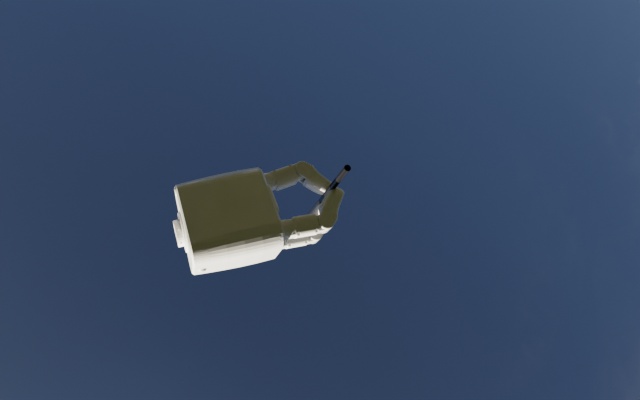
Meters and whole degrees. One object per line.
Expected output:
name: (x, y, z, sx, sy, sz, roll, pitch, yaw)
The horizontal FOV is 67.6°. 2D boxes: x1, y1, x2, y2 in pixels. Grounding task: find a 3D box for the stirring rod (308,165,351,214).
stirring rod: (0.000, 0.002, 0.643, 0.011, 0.011, 0.240, 0, -19, -15)
